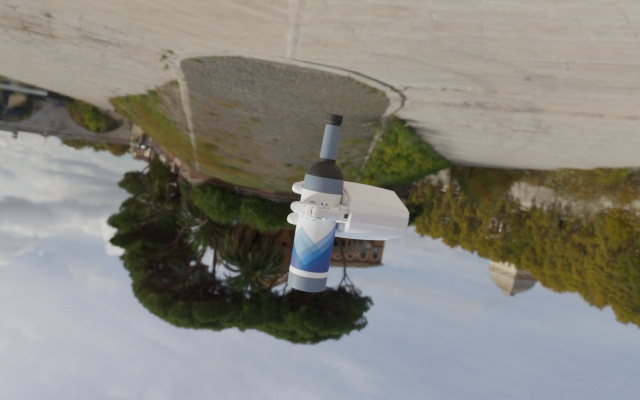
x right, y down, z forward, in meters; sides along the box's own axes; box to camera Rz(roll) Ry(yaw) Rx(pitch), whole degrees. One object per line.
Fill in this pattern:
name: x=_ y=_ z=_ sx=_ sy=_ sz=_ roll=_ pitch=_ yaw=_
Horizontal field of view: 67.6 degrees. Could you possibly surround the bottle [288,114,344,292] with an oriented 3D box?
bottle: x=0.000 y=0.003 z=0.807 sx=0.069 sy=0.296 sz=0.069 roll=9 pitch=6 yaw=-1
